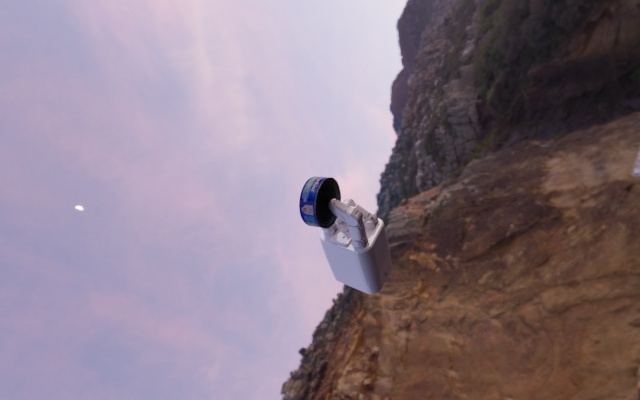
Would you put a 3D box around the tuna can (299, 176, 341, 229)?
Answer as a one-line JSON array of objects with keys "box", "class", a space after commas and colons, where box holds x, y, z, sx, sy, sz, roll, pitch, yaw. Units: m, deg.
[{"box": [0.000, 0.002, 0.798, 0.034, 0.086, 0.086, 7, 3, 30], "class": "tuna can"}]
